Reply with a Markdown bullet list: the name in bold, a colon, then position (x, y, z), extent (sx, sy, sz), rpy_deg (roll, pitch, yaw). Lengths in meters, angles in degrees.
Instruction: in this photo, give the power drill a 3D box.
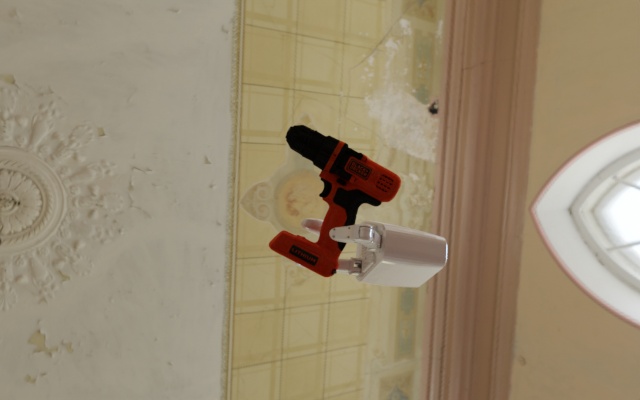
- **power drill**: position (0.000, 0.003, 0.698), extent (0.184, 0.187, 0.057), rpy_deg (29, 1, 2)
